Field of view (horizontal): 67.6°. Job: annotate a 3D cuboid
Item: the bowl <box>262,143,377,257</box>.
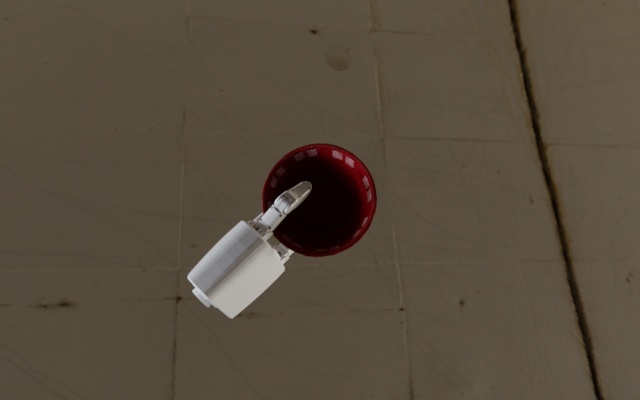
[{"bbox_3d":[0.001,0.002,0.690,0.162,0.162,0.055,0,-10,7],"label":"bowl"}]
